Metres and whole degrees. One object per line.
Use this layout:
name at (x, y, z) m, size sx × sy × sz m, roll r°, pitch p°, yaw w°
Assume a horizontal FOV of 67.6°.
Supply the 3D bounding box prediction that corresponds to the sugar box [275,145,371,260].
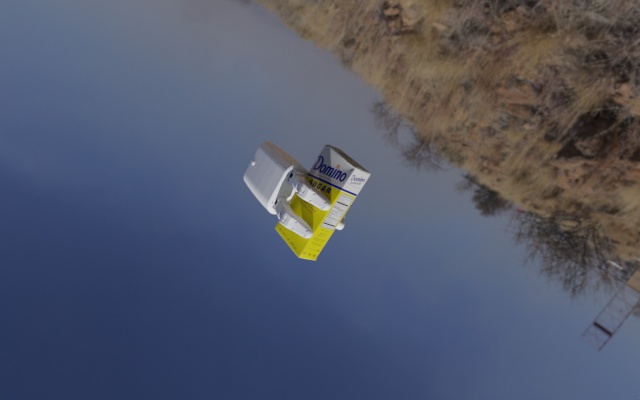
sugar box at (0.000, 0.003, 0.796) m, size 0.048 × 0.176 × 0.093 m, roll 16°, pitch 19°, yaw -43°
